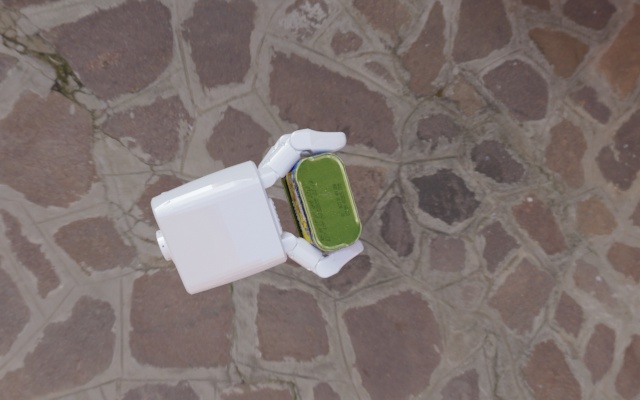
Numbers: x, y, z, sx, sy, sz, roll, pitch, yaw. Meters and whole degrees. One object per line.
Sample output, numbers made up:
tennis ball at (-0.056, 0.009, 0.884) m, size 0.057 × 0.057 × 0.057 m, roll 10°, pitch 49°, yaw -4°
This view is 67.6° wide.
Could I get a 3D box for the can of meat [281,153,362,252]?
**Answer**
can of meat at (0.000, 0.002, 0.507) m, size 0.057 × 0.102 × 0.084 m, roll -18°, pitch 3°, yaw -11°
